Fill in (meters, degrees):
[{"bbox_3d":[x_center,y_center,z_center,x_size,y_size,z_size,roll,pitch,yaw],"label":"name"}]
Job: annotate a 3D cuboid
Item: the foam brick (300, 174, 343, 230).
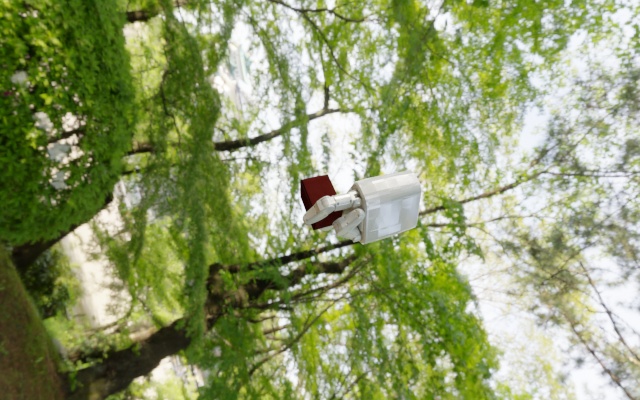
[{"bbox_3d":[0.000,0.002,0.831,0.051,0.078,0.053,-15,-30,-13],"label":"foam brick"}]
